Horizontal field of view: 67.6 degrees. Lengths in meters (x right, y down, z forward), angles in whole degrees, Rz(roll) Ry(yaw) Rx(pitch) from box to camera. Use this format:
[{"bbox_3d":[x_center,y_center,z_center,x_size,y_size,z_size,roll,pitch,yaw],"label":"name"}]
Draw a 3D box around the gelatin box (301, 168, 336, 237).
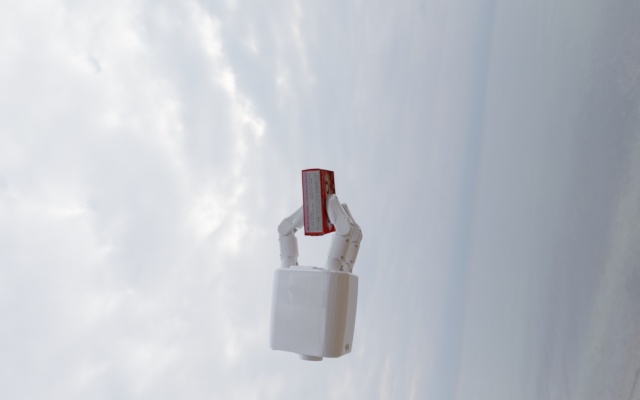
[{"bbox_3d":[0.000,0.002,0.652,0.030,0.089,0.073,-4,0,16],"label":"gelatin box"}]
